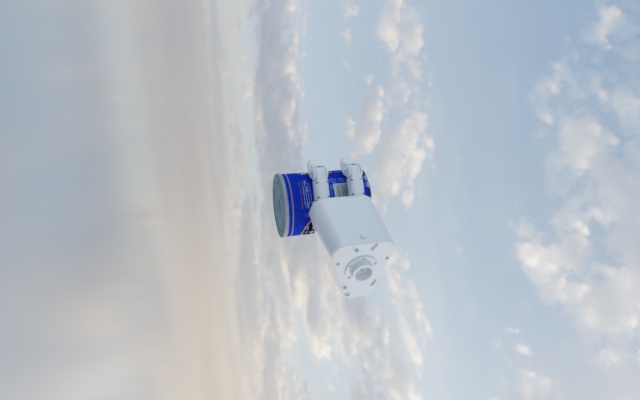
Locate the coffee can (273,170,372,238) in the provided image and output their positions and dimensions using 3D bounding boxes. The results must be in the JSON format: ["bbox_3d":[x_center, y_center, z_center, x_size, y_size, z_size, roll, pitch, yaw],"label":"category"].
[{"bbox_3d":[0.000,0.002,0.775,0.140,0.103,0.103,-5,1,-15],"label":"coffee can"}]
